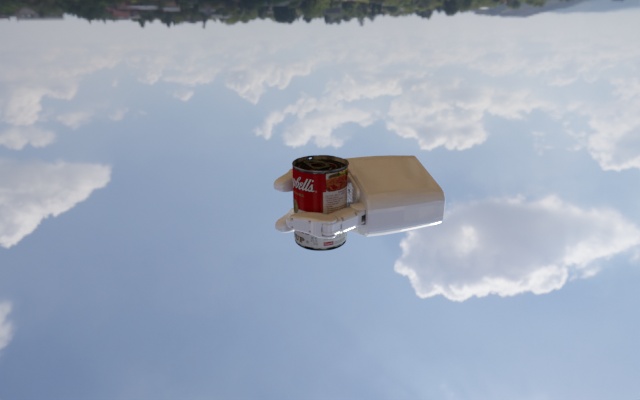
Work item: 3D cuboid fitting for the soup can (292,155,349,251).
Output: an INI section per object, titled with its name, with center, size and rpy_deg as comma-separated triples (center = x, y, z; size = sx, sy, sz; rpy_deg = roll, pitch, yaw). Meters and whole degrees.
[soup can]
center = 0.000, 0.002, 0.585
size = 0.068, 0.102, 0.068
rpy_deg = 0, 21, 0
